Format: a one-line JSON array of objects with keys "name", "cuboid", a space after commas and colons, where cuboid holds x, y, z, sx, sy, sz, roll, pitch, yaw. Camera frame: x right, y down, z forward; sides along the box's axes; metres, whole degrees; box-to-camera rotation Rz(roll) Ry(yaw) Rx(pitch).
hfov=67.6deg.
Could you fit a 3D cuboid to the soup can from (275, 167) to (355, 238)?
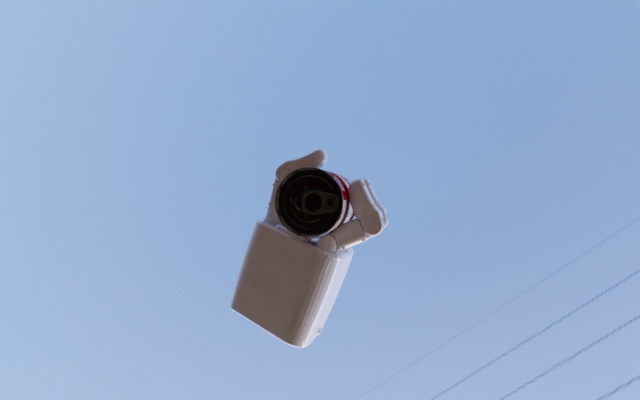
[{"name": "soup can", "cuboid": [0.000, 0.001, 0.507, 0.068, 0.068, 0.102, 0, 0, 13]}]
